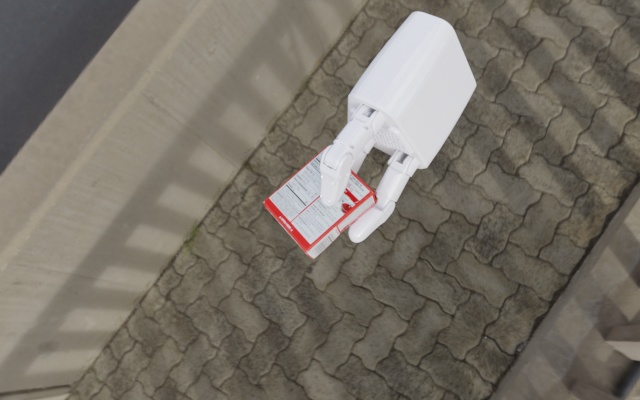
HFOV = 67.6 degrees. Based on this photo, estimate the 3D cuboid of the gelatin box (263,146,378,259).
[{"bbox_3d":[0.000,0.002,0.474,0.073,0.089,0.030,46,-6,26],"label":"gelatin box"}]
